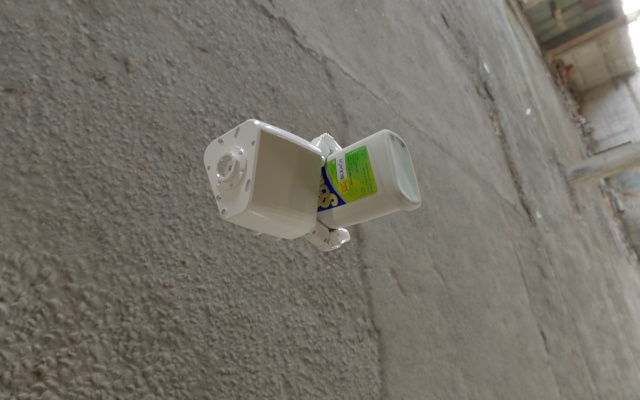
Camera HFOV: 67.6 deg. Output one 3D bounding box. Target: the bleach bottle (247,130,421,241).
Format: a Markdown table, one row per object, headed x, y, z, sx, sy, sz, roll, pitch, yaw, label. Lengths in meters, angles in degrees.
| x | y | z | sx | sy | sz | roll | pitch | yaw | label |
| --- | --- | --- | --- | --- | --- | --- | --- | --- | --- |
| 0.000 | 0.002 | 0.627 | 0.251 | 0.102 | 0.068 | -24 | -26 | 32 | bleach bottle |
